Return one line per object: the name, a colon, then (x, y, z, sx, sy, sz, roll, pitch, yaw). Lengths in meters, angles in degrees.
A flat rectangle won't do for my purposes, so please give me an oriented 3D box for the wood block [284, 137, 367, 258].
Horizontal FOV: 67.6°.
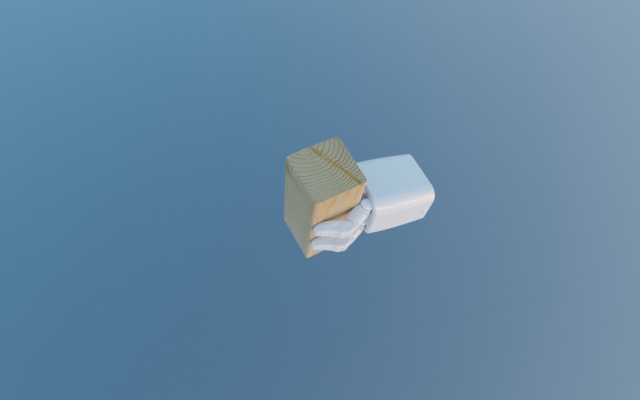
wood block: (0.000, 0.002, 0.774, 0.090, 0.090, 0.206, -24, -23, -17)
